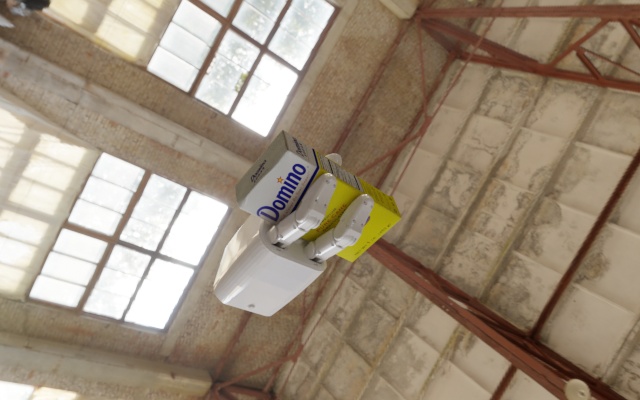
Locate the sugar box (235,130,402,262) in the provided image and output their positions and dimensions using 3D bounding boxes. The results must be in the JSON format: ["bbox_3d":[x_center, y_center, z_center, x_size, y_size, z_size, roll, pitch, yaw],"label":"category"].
[{"bbox_3d":[0.000,0.002,0.552,0.176,0.093,0.048,27,29,-33],"label":"sugar box"}]
